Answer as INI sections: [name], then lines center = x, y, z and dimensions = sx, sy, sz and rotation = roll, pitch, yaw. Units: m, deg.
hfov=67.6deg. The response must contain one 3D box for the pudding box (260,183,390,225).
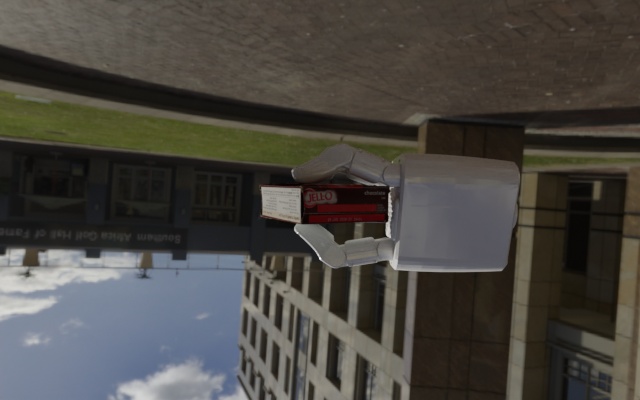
[pudding box]
center = 0.000, 0.002, 0.466
dimensions = 0.090, 0.039, 0.113
rotation = 1, 0, -26
